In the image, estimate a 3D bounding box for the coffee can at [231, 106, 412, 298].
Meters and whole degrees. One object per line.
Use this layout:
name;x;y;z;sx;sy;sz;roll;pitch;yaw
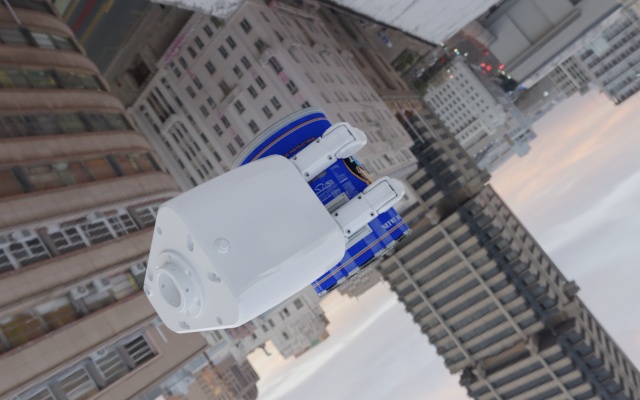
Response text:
coffee can;0.000;0.001;0.436;0.103;0.140;0.103;-35;-7;-5
